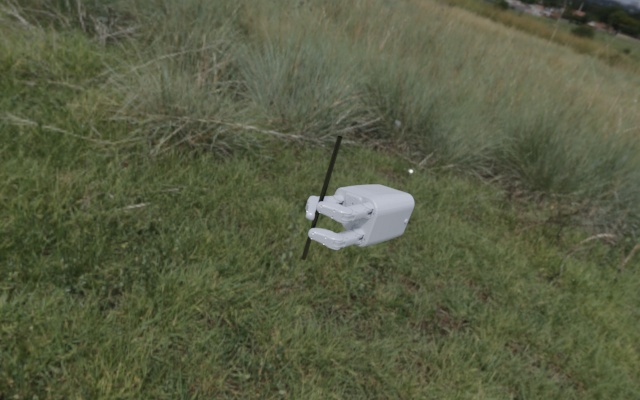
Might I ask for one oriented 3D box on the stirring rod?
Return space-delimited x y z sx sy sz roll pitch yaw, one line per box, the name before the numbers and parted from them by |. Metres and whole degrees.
stirring rod | 0.000 0.003 0.798 0.011 0.240 0.011 13 29 -7
